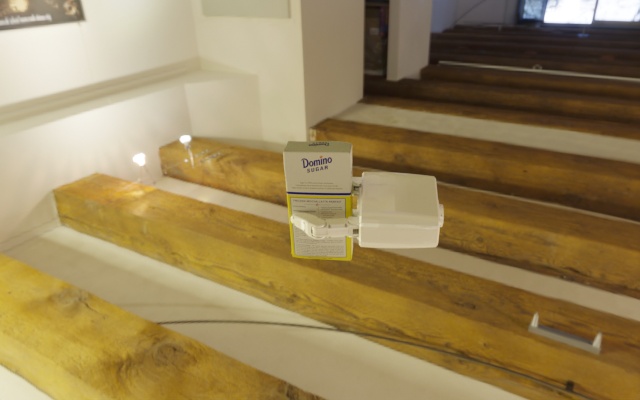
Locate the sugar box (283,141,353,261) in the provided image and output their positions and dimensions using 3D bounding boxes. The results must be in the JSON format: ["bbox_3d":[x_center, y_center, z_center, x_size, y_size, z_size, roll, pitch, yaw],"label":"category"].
[{"bbox_3d":[0.000,0.002,0.688,0.093,0.176,0.048,2,27,7],"label":"sugar box"}]
